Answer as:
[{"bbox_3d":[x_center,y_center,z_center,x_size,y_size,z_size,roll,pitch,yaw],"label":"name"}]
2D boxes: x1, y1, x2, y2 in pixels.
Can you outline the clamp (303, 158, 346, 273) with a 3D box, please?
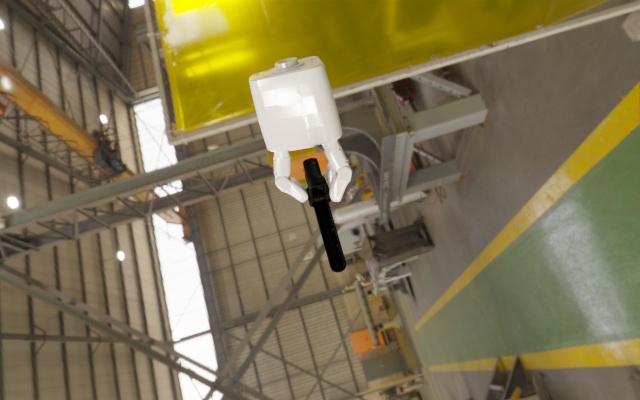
[{"bbox_3d":[-0.001,0.002,0.750,0.036,0.165,0.210,-14,25,-2],"label":"clamp"}]
